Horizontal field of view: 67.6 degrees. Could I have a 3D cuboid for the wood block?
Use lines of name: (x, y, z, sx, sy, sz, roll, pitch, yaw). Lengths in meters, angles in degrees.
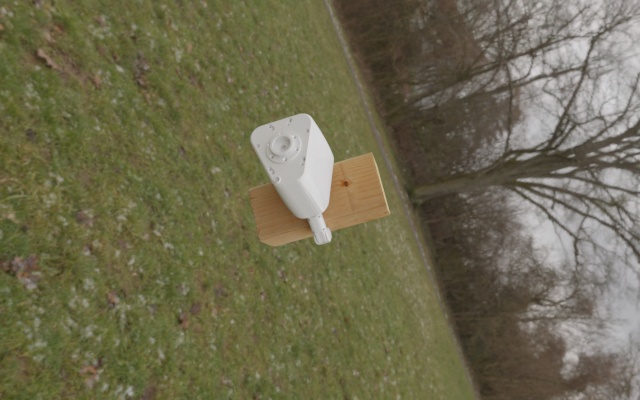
wood block: (0.000, 0.003, 0.781, 0.206, 0.090, 0.090, -16, -14, 9)
